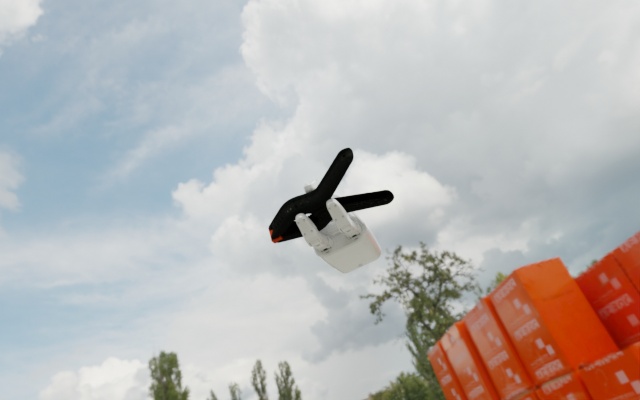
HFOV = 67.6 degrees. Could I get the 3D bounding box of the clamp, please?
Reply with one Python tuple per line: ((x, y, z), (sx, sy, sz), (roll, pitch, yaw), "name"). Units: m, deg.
((0.000, 0.002, 0.759), (0.210, 0.036, 0.165), (-27, -37, 11), "clamp")
